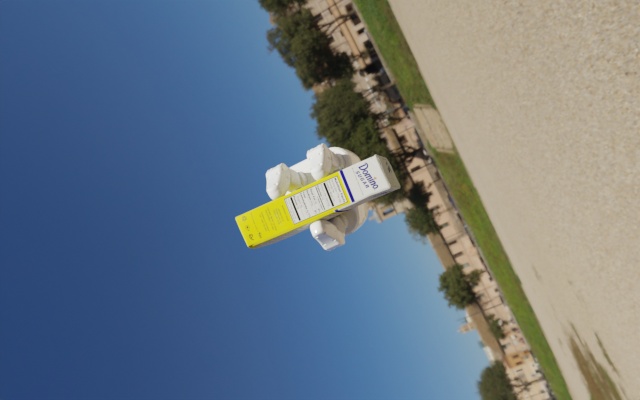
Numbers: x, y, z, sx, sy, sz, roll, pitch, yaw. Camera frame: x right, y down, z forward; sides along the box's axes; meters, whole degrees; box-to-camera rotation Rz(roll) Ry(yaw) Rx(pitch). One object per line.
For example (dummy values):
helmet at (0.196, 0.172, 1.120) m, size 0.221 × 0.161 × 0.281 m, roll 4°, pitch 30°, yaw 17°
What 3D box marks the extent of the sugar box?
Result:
sugar box at (0.000, 0.001, 0.554) m, size 0.176 × 0.048 × 0.093 m, roll -26°, pitch -5°, yaw 14°
